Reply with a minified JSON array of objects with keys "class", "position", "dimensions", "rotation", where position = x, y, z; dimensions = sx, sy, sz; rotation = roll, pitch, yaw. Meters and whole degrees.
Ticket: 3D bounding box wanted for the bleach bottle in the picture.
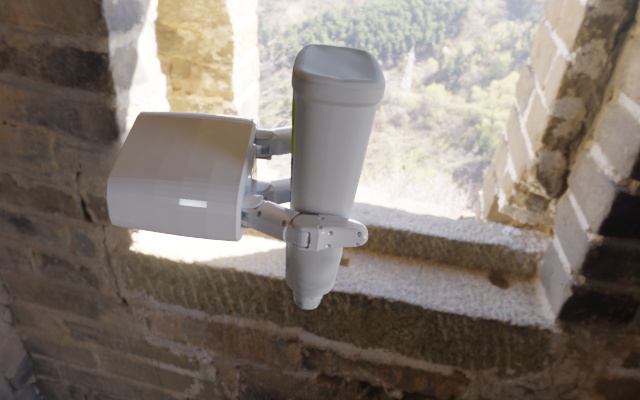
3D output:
[{"class":"bleach bottle","position":[0.000,0.001,0.421],"dimensions":[0.068,0.251,0.102],"rotation":[6,32,-2]}]
